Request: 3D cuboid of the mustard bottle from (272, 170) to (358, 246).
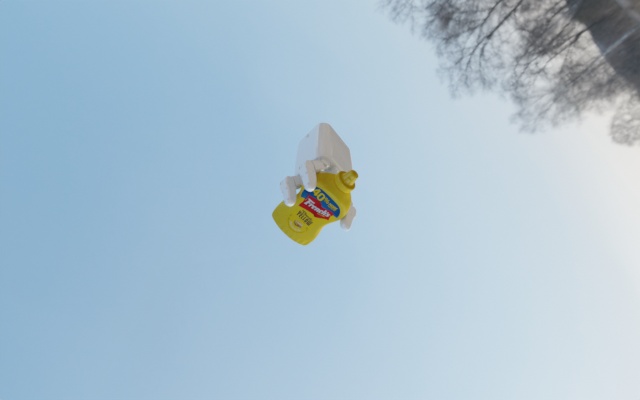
[{"bbox_3d":[0.000,0.003,0.885,0.192,0.096,0.058,-40,9,35],"label":"mustard bottle"}]
